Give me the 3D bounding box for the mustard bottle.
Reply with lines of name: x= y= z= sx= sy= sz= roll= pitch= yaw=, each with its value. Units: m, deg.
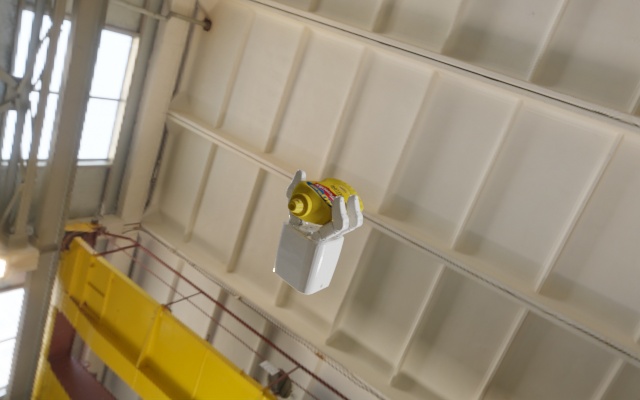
mustard bottle: x=0.000 y=0.003 z=0.883 sx=0.096 sy=0.058 sz=0.191 roll=47 pitch=26 yaw=19
